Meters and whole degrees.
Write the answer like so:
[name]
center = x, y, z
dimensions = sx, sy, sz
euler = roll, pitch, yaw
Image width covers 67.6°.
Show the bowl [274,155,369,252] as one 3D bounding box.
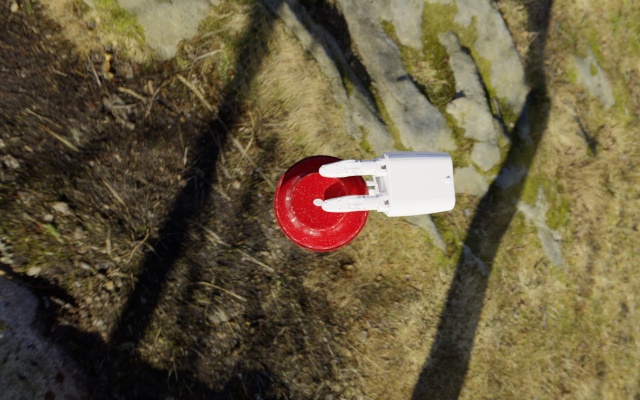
[bowl]
center = -0.001, 0.003, 0.771
dimensions = 0.162, 0.162, 0.055
euler = 0, -3, 4
